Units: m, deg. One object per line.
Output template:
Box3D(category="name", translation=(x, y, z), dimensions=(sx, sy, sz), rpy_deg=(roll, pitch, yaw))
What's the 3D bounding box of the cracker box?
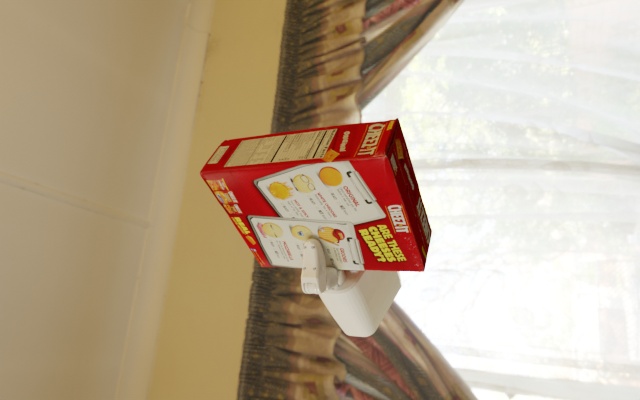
Box3D(category="cracker box", translation=(0.000, 0.002, 0.533), dimensions=(0.214, 0.164, 0.072), rpy_deg=(-3, 43, 26))
